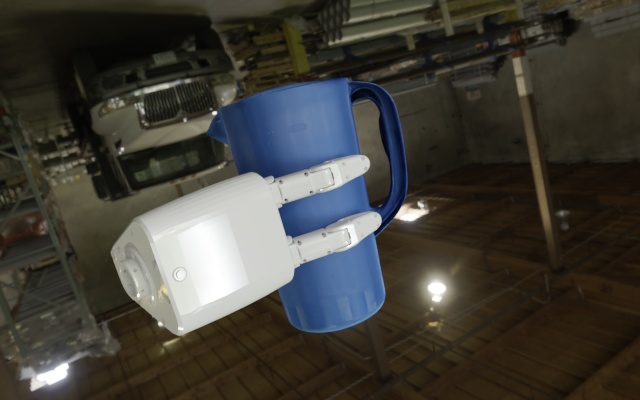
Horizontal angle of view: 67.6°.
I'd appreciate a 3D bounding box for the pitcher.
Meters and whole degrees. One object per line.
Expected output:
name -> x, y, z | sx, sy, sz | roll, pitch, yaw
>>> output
pitcher -> 0.000, 0.002, 0.489 | 0.145, 0.243, 0.149 | -23, 14, -40
